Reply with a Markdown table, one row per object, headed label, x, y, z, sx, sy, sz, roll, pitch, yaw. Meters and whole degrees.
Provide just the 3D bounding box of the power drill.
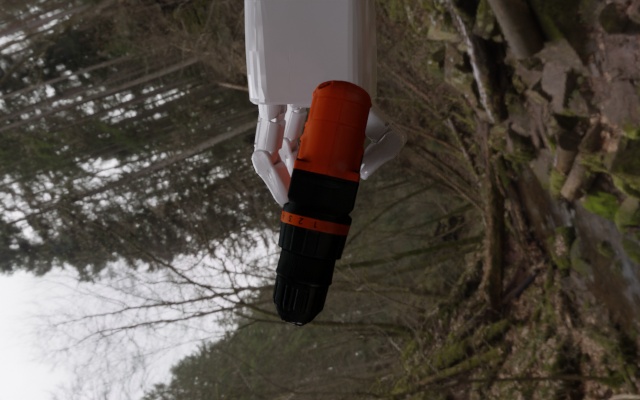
| label | x | y | z | sx | sy | sz | roll | pitch | yaw |
| --- | --- | --- | --- | --- | --- | --- | --- | --- | --- |
| power drill | 0.000 | 0.001 | 0.426 | 0.057 | 0.184 | 0.187 | 14 | 1 | -2 |
